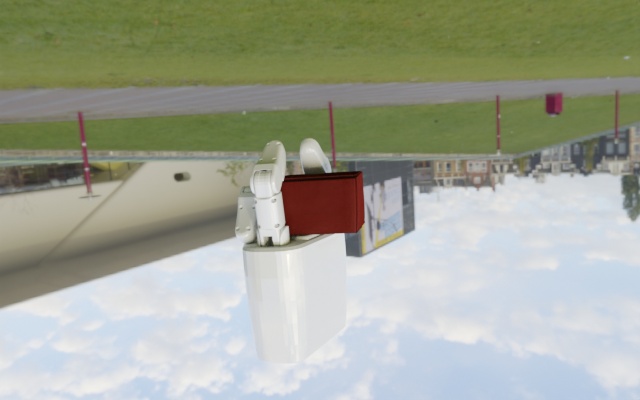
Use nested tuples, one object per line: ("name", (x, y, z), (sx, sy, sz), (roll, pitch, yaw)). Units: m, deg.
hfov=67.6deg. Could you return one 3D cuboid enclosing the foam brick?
("foam brick", (0.000, 0.001, 0.440), (0.078, 0.051, 0.053), (-3, 7, 13))
